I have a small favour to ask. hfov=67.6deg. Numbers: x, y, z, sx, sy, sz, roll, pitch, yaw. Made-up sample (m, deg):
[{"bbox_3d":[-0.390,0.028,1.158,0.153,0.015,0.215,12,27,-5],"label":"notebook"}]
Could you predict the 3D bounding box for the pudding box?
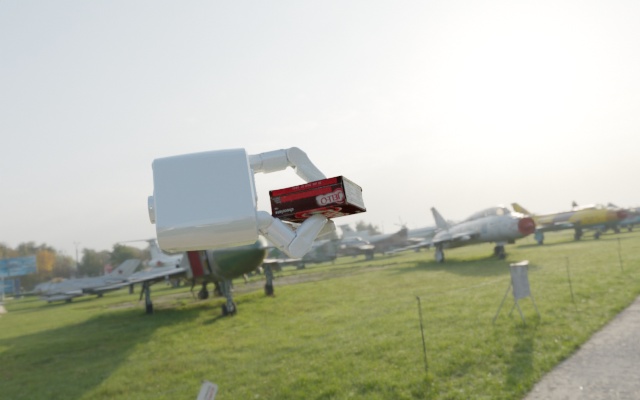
[{"bbox_3d":[0.000,0.002,0.576,0.090,0.039,0.113,-11,-7,16],"label":"pudding box"}]
